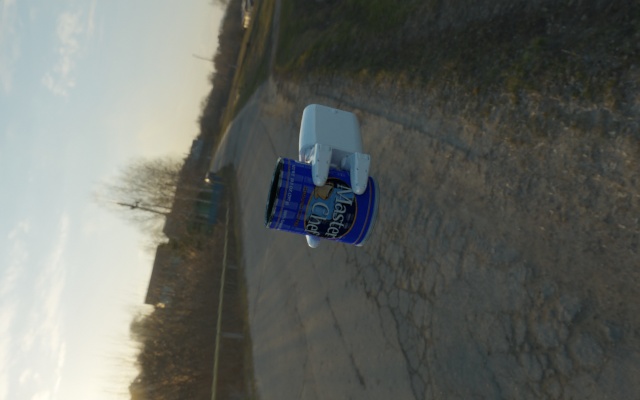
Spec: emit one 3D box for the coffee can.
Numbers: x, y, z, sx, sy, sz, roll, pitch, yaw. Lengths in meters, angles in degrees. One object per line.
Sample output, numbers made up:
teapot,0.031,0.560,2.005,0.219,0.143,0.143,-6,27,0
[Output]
coffee can,0.000,0.002,0.678,0.140,0.103,0.103,12,-3,-12
